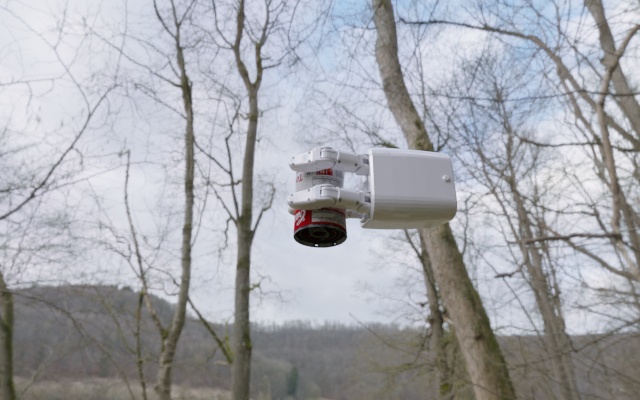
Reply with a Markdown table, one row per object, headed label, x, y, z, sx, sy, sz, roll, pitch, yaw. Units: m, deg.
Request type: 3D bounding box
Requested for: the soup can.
| label | x | y | z | sx | sy | sz | roll | pitch | yaw |
| --- | --- | --- | --- | --- | --- | --- | --- | --- | --- |
| soup can | 0.000 | 0.002 | 0.623 | 0.068 | 0.102 | 0.068 | 0 | -28 | 0 |
